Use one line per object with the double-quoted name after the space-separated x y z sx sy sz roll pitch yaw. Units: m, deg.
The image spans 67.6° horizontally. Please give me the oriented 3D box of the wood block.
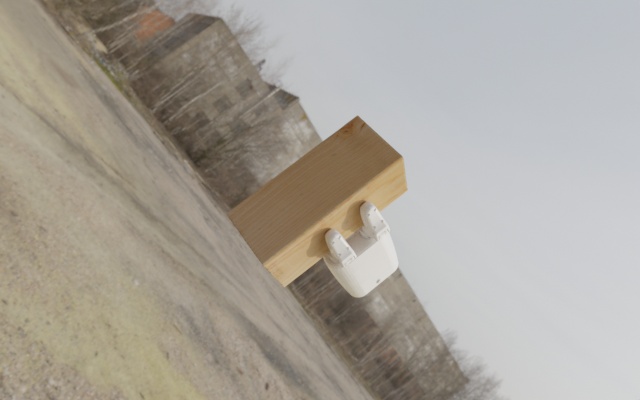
0.000 0.002 0.607 0.206 0.090 0.090 -38 -30 -7 "wood block"
